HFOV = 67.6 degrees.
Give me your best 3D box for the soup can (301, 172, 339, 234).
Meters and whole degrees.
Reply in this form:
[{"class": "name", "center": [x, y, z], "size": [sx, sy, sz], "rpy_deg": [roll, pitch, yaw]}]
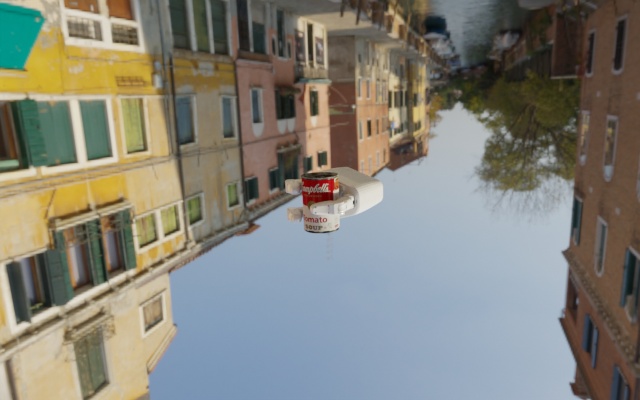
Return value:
[{"class": "soup can", "center": [0.000, 0.003, 0.874], "size": [0.068, 0.102, 0.068], "rpy_deg": [-2, 13, 0]}]
